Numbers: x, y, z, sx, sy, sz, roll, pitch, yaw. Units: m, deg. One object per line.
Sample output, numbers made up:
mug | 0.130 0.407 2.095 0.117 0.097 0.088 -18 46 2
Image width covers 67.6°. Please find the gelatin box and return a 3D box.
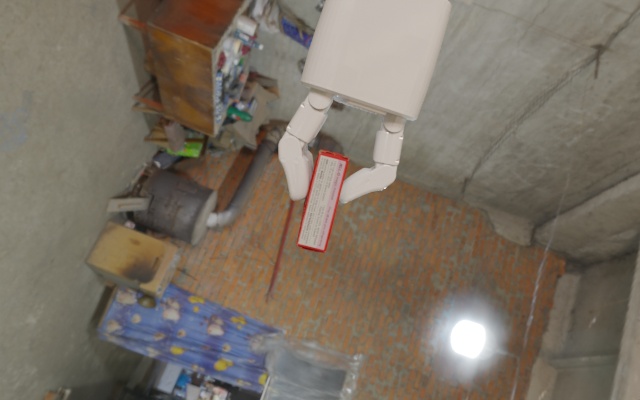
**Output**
gelatin box | 0.000 0.002 0.450 0.030 0.089 0.073 13 -2 -2
